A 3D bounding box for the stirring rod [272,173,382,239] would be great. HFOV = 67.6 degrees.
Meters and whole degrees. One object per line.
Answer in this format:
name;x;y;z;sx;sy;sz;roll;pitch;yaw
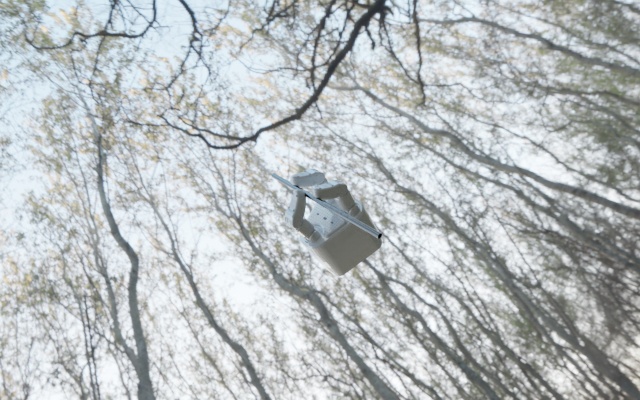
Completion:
stirring rod;0.000;0.002;0.696;0.011;0.011;0.239;0;21;-43
